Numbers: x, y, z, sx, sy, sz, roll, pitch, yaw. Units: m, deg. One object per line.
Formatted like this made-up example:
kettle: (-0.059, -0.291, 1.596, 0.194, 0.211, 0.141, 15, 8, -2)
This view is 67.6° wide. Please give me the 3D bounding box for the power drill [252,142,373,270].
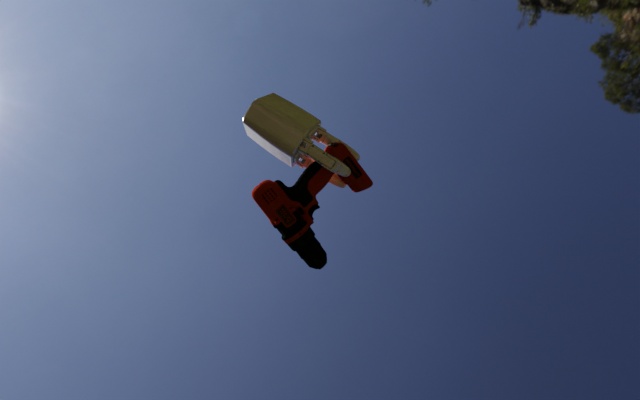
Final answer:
power drill: (0.000, 0.002, 0.842, 0.187, 0.184, 0.057, -40, 13, -14)
